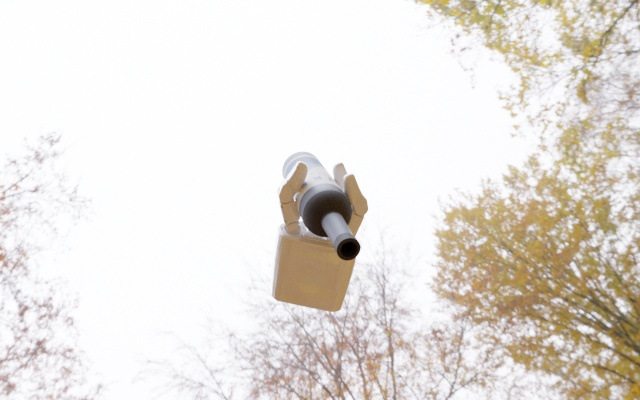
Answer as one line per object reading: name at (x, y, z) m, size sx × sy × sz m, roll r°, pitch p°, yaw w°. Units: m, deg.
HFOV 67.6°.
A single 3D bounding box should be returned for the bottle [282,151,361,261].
bottle at (0.000, 0.002, 0.654) m, size 0.069 × 0.069 × 0.295 m, roll 0°, pitch 21°, yaw -13°
